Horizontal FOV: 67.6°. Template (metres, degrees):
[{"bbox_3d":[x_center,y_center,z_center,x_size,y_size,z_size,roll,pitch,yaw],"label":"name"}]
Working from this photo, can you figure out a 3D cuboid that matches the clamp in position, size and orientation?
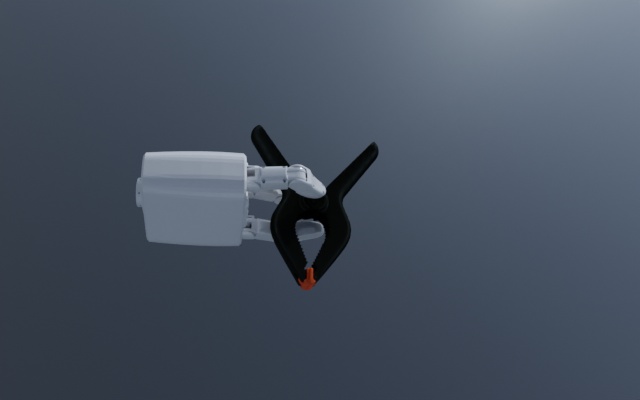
[{"bbox_3d":[0.000,0.002,0.574,0.164,0.210,0.036,0,-26,-11],"label":"clamp"}]
